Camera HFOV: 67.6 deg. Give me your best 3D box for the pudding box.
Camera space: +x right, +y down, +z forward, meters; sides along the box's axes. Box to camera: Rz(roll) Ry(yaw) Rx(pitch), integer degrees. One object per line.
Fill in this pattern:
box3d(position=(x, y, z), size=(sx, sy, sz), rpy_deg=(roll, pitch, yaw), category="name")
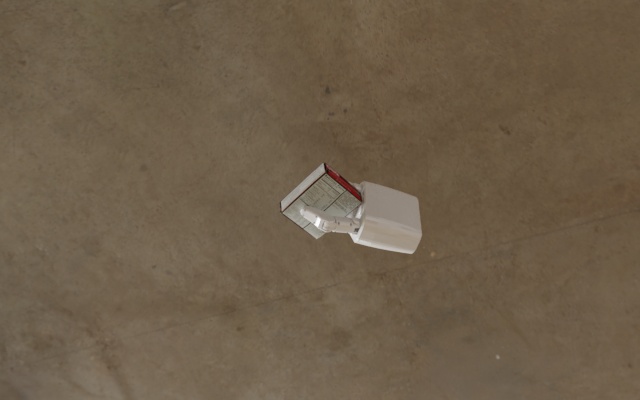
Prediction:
box3d(position=(0.000, 0.003, 0.806), size=(0.090, 0.113, 0.039), rpy_deg=(39, 21, -25), category="pudding box")
